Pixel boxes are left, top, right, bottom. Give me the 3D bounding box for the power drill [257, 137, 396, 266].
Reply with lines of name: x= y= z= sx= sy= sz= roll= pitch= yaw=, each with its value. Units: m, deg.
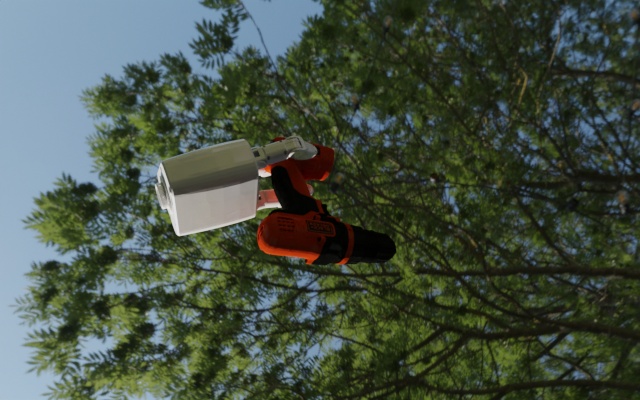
power drill: x=0.000 y=0.002 z=0.632 sx=0.184 sy=0.187 sz=0.057 roll=11 pitch=-49 yaw=-26
